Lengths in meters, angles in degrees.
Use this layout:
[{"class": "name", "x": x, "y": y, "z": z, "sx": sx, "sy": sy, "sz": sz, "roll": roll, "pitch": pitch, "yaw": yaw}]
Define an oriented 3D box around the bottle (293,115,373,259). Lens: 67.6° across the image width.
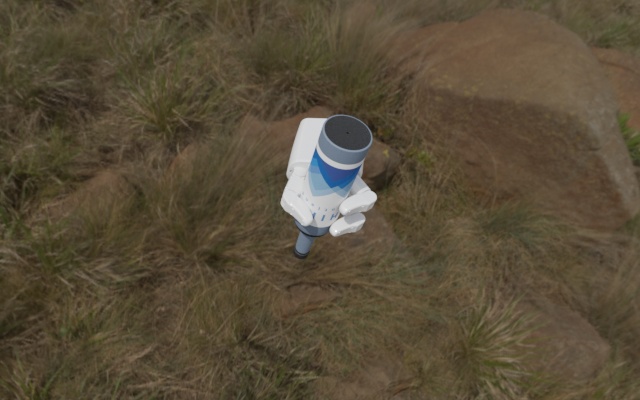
[{"class": "bottle", "x": 0.000, "y": 0.002, "z": 0.718, "sx": 0.069, "sy": 0.069, "sz": 0.296, "roll": 0, "pitch": -37, "yaw": -17}]
